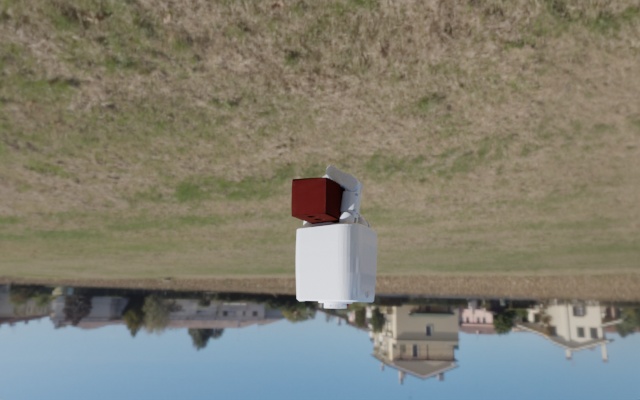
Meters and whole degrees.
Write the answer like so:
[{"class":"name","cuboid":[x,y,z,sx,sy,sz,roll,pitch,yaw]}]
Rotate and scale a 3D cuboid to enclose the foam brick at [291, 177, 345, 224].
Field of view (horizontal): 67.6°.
[{"class":"foam brick","cuboid":[0.000,0.002,0.663,0.053,0.051,0.078,-3,-13,25]}]
